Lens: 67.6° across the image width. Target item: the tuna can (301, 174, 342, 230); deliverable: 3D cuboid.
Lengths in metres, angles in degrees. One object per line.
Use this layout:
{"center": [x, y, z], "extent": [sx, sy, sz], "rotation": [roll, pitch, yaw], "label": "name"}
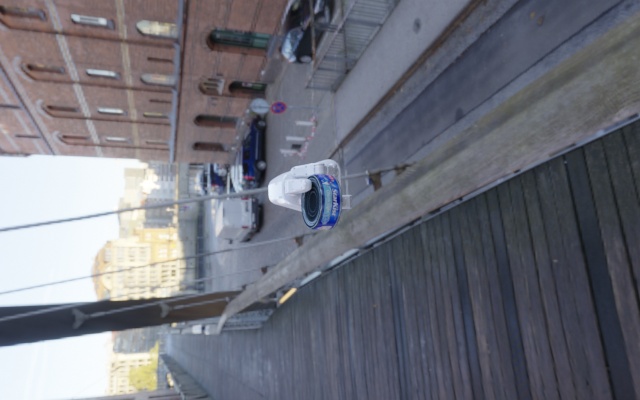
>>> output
{"center": [0.000, 0.002, 0.735], "extent": [0.034, 0.086, 0.086], "rotation": [2, -1, -24], "label": "tuna can"}
